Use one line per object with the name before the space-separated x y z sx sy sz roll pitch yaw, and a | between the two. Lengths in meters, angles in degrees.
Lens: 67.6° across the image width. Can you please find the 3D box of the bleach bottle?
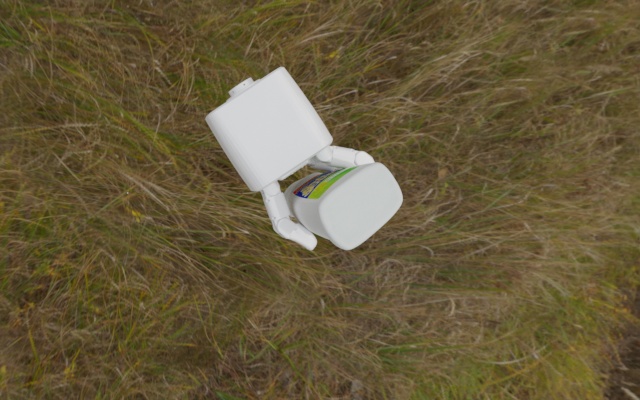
bleach bottle | 0.000 0.002 0.618 0.102 0.068 0.251 -38 14 -17
